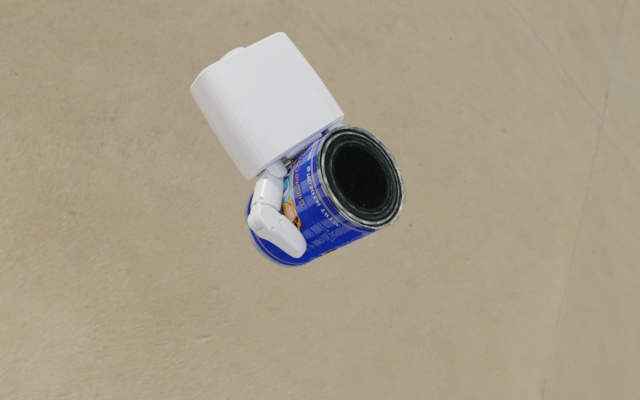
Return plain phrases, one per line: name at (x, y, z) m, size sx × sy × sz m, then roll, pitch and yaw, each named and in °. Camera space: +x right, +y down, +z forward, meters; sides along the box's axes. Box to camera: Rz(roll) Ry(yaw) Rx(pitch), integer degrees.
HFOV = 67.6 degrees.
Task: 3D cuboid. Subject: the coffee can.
coffee can at (0.000, 0.002, 0.484) m, size 0.103 × 0.102 × 0.140 m, roll 0°, pitch -20°, yaw -37°
